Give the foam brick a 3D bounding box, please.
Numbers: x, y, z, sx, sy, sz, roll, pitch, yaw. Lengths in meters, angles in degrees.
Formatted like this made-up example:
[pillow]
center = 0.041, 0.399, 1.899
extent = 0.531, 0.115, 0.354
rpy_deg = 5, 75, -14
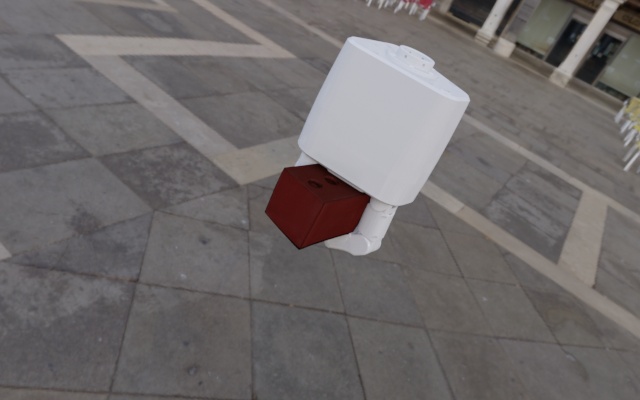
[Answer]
[foam brick]
center = 0.000, 0.002, 0.428
extent = 0.053, 0.051, 0.078
rpy_deg = 43, 33, 26
